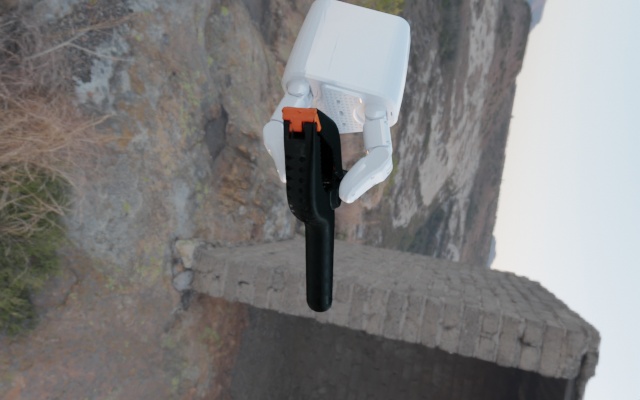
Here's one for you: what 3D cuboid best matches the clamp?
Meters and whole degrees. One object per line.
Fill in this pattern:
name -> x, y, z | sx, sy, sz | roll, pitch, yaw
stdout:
clamp -> 0.001, 0.001, 0.434 | 0.036, 0.164, 0.210 | 6, -26, 16
